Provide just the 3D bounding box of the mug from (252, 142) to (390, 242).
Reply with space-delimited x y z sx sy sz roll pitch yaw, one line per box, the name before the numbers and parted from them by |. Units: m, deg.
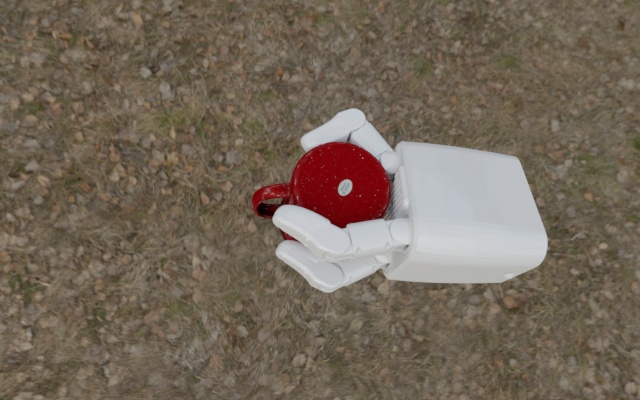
mug | -0.001 0.001 0.410 0.117 0.093 0.081 4 -23 -7
